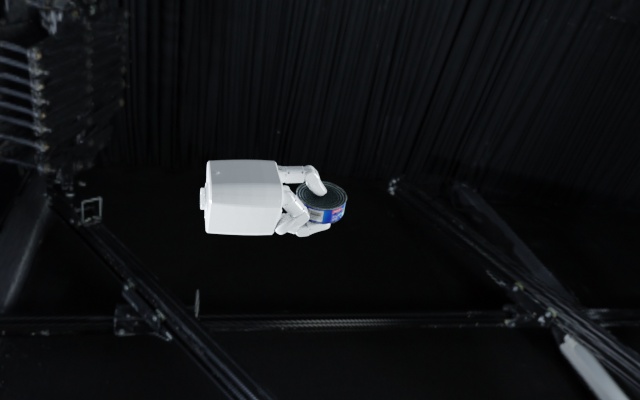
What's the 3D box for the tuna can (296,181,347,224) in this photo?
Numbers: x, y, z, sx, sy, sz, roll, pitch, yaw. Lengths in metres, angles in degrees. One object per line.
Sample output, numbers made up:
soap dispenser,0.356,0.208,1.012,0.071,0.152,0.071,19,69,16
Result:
tuna can,0.000,0.003,0.810,0.086,0.034,0.086,6,34,-4
